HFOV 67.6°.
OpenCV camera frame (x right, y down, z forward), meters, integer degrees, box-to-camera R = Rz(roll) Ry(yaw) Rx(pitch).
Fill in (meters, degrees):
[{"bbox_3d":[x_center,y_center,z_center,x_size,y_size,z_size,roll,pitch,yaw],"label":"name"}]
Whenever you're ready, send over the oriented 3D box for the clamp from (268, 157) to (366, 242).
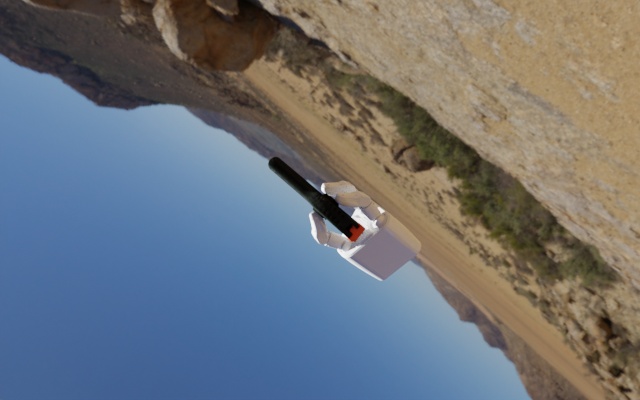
[{"bbox_3d":[0.000,0.004,0.783,0.165,0.036,0.210,37,3,-32],"label":"clamp"}]
